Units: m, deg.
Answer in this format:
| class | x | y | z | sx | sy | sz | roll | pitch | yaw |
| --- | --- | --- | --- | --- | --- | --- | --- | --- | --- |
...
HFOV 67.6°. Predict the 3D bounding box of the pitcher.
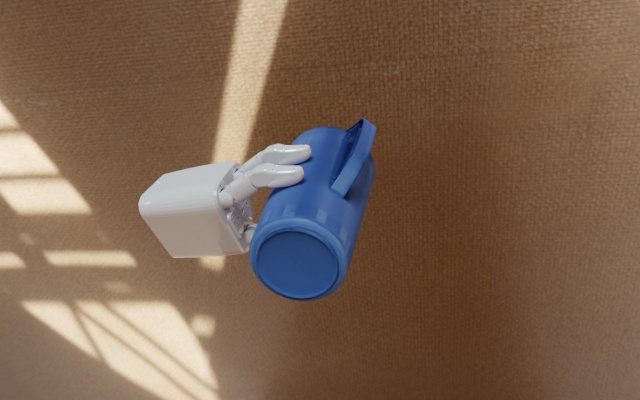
| class | x | y | z | sx | sy | sz | roll | pitch | yaw |
| --- | --- | --- | --- | --- | --- | --- | --- | --- | --- |
| pitcher | 0.000 | 0.002 | 0.593 | 0.145 | 0.149 | 0.242 | -4 | 28 | 13 |
